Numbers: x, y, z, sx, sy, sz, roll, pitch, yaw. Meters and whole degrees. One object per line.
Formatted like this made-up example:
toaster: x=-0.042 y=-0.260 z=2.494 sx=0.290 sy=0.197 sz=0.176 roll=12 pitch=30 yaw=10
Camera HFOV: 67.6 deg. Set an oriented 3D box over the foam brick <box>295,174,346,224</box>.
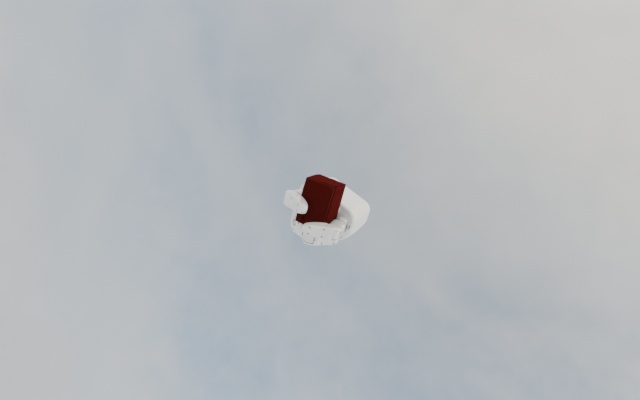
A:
foam brick: x=0.000 y=0.002 z=0.771 sx=0.053 sy=0.078 sz=0.051 roll=22 pitch=17 yaw=19
